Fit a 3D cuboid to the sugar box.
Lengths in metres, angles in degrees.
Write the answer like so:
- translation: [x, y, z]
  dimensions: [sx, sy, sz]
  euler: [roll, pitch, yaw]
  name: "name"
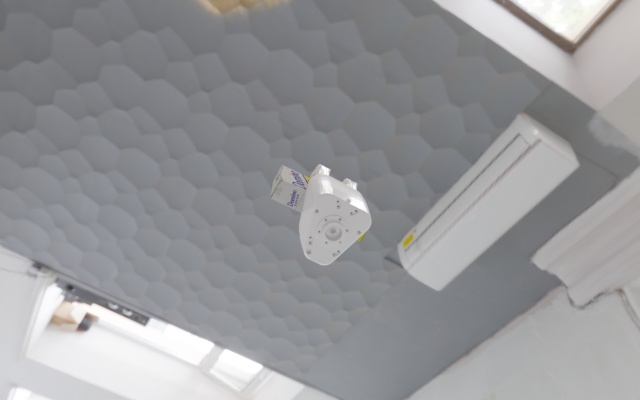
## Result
- translation: [0.001, 0.002, 0.847]
  dimensions: [0.176, 0.048, 0.093]
  euler: [28, 16, -12]
  name: "sugar box"
